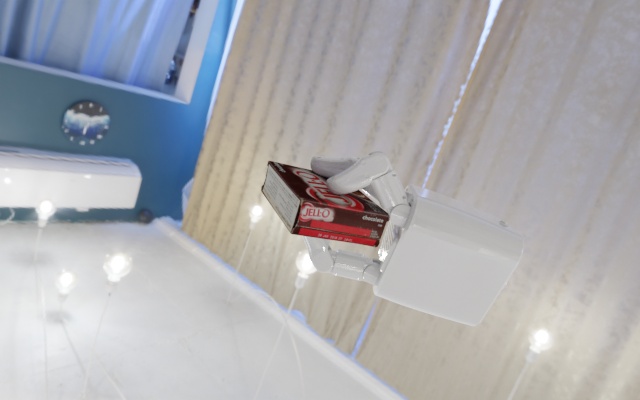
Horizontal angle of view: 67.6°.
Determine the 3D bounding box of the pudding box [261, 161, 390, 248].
[{"bbox_3d":[0.000,0.002,0.461,0.090,0.039,0.113,12,14,-26],"label":"pudding box"}]
